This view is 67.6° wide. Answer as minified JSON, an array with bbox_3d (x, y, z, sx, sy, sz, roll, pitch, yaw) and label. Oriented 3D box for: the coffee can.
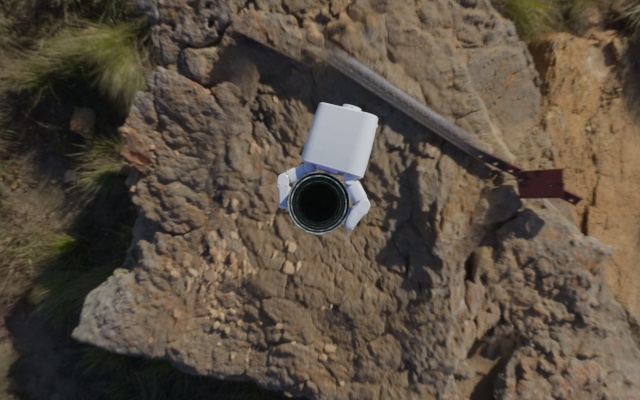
[{"bbox_3d":[0.000,0.003,0.837,0.103,0.103,0.140,0,2,3],"label":"coffee can"}]
